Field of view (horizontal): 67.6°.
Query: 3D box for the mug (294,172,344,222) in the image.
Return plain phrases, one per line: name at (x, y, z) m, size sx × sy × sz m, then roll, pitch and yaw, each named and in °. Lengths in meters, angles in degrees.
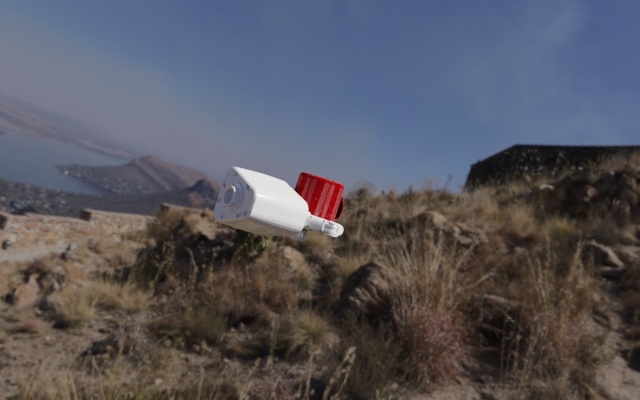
mug at (0.001, 0.003, 0.837) m, size 0.117 × 0.081 × 0.093 m, roll 17°, pitch 1°, yaw -43°
